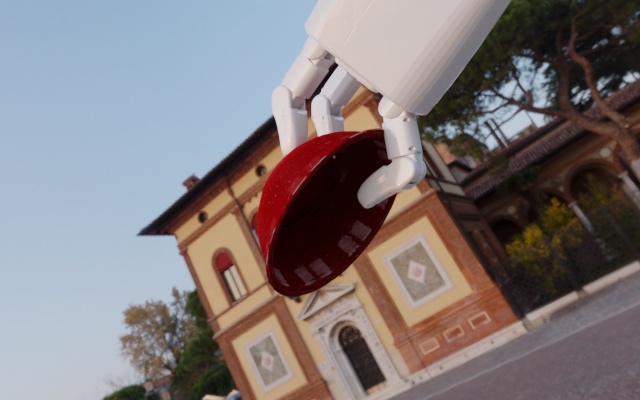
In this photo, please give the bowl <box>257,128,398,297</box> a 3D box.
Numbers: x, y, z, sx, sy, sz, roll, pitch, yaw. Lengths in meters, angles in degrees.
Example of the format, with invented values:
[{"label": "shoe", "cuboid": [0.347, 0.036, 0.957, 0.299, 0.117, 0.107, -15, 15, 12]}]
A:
[{"label": "bowl", "cuboid": [-0.001, 0.002, 0.409, 0.055, 0.162, 0.162, 36, 20, 30]}]
